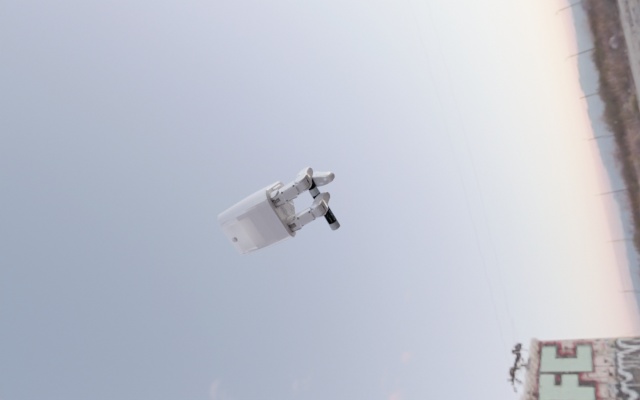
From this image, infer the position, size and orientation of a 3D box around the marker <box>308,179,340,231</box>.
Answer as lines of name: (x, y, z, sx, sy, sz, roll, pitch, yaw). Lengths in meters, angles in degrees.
marker: (0.000, 0.003, 0.864, 0.020, 0.121, 0.020, -26, 23, 12)
